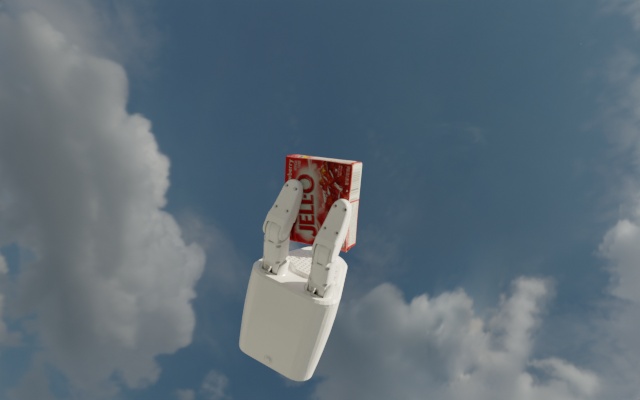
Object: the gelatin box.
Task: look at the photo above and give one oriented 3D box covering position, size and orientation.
[{"bbox_3d":[0.000,0.001,0.483,0.073,0.089,0.030,9,12,24],"label":"gelatin box"}]
